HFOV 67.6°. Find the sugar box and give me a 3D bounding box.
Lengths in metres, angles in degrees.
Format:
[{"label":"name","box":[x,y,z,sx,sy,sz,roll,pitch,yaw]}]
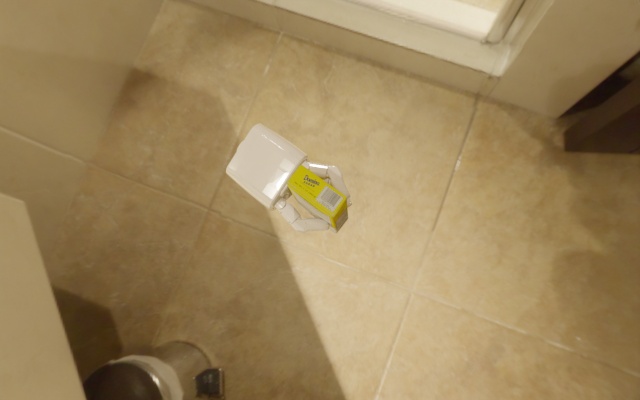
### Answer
[{"label":"sugar box","box":[0.000,0.002,0.815,0.093,0.048,0.176,37,-5,10]}]
